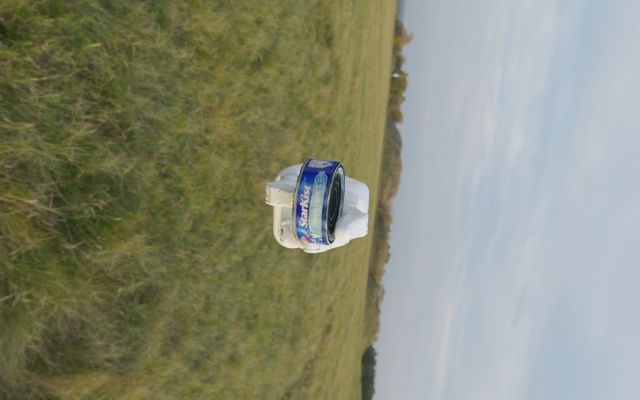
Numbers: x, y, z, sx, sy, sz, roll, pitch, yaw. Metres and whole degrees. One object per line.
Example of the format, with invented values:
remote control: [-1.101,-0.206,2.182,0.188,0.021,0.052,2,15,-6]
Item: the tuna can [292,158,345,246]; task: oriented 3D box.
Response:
tuna can: [0.001,0.002,0.478,0.034,0.086,0.086,7,2,13]
